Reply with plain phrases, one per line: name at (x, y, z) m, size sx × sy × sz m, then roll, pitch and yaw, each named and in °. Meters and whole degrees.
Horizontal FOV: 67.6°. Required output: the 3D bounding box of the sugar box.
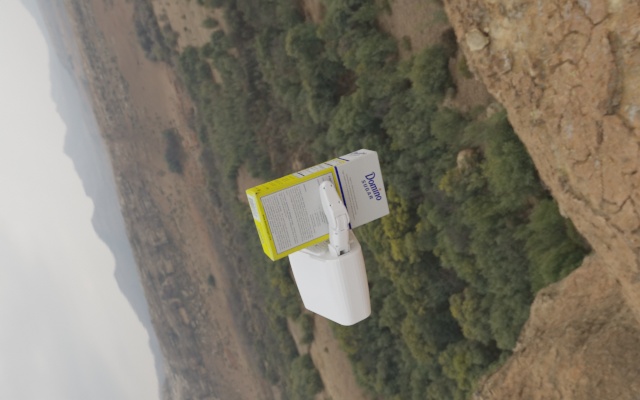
sugar box at (0.000, 0.002, 0.632) m, size 0.176 × 0.093 × 0.048 m, roll -21°, pitch 19°, yaw -21°
